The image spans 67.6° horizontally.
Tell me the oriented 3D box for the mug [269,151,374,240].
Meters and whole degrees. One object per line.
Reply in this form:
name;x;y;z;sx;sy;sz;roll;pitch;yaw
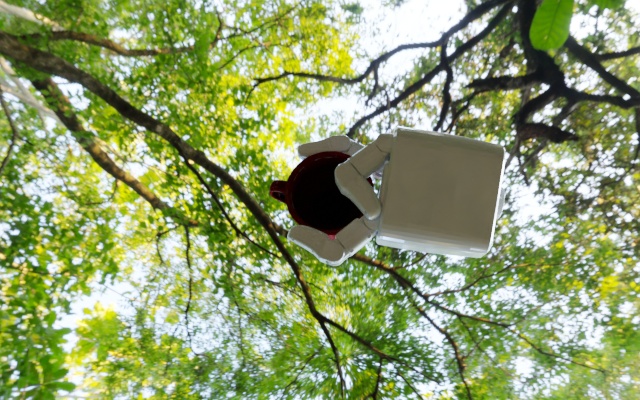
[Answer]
mug;-0.001;0.002;0.532;0.117;0.093;0.081;10;-17;7
